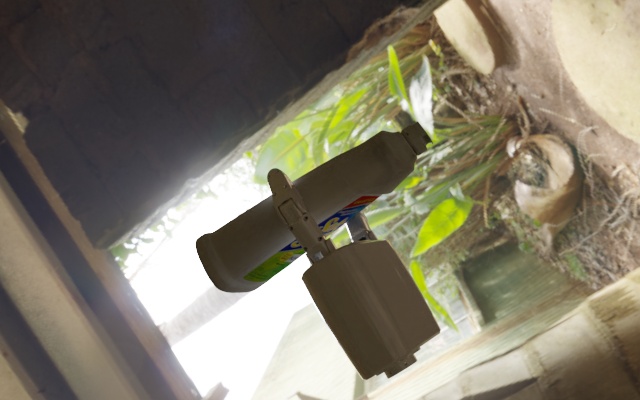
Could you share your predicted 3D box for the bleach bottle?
[{"bbox_3d":[0.000,0.002,0.488,0.251,0.068,0.102,-35,-19,11],"label":"bleach bottle"}]
